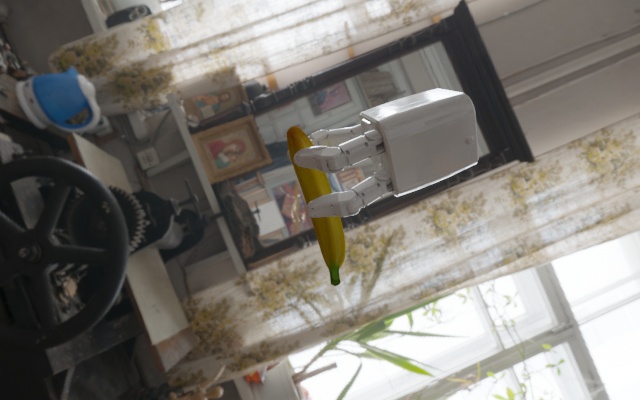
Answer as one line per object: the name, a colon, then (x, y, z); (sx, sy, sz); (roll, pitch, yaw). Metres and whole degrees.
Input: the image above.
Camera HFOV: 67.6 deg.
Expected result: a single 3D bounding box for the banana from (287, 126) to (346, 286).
banana: (0.000, 0.002, 0.589); (0.037, 0.198, 0.069); (-18, 11, -1)
